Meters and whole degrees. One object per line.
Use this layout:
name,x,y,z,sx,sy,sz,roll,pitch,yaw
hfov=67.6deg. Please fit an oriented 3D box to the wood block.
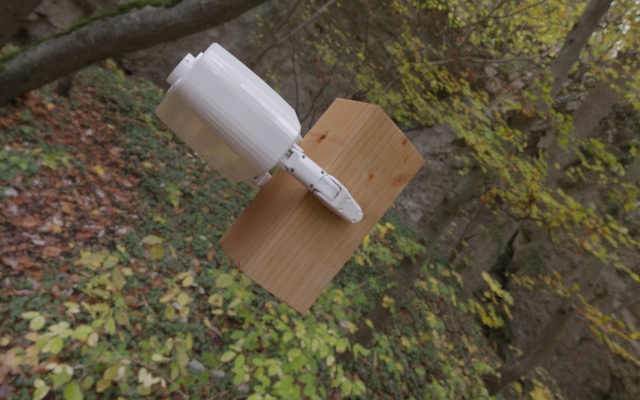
wood block,0.000,0.001,0.507,0.090,0.206,0.090,42,-6,-32
